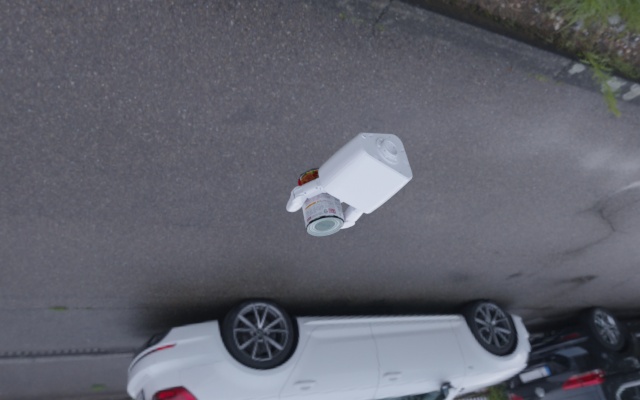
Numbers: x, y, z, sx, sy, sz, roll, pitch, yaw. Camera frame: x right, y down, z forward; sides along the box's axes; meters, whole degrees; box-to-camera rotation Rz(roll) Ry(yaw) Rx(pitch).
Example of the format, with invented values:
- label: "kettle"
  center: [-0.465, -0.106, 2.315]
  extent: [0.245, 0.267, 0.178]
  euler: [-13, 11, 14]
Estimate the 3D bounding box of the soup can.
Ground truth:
- label: "soup can"
  center: [0.000, 0.003, 0.841]
  extent: [0.068, 0.102, 0.068]
  euler: [-8, -31, -5]
